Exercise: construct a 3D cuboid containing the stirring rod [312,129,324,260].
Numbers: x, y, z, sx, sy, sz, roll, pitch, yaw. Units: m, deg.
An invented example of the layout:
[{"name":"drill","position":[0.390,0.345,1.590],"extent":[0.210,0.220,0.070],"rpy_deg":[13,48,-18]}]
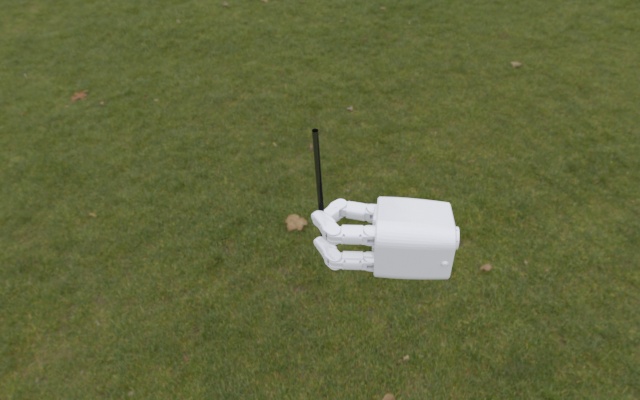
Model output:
[{"name":"stirring rod","position":[0.000,0.002,0.665],"extent":[0.011,0.240,0.011],"rpy_deg":[-2,43,2]}]
